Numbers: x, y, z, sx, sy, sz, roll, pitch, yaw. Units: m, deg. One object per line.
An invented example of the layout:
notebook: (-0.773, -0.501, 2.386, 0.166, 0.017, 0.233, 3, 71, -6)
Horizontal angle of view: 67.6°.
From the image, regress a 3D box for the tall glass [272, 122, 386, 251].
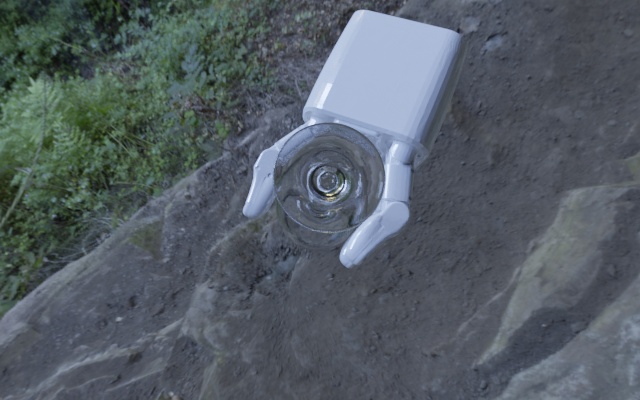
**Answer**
tall glass: (0.000, 0.001, 0.408, 0.079, 0.079, 0.201, 0, -10, -4)
